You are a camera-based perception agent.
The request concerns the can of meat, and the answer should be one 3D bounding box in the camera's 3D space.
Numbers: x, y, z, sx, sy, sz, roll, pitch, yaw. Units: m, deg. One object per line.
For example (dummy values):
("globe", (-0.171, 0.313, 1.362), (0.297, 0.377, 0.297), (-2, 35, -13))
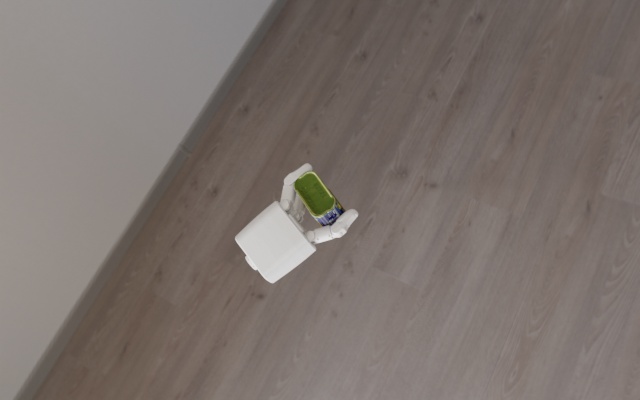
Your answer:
("can of meat", (0.000, 0.003, 0.895), (0.057, 0.102, 0.084), (-36, -30, 1))
